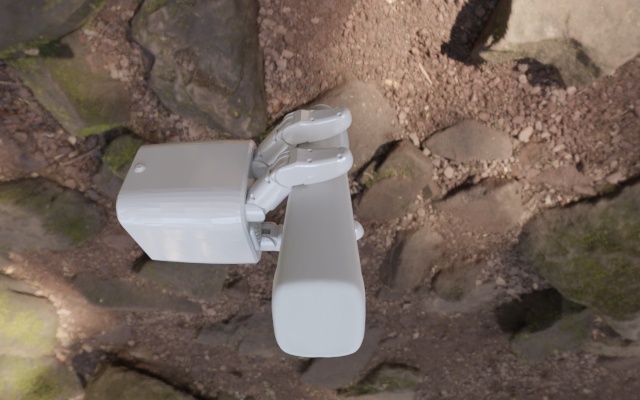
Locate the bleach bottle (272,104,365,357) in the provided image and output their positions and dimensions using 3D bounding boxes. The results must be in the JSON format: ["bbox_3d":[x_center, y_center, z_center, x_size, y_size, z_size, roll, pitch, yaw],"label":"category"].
[{"bbox_3d":[0.000,0.001,0.429,0.068,0.103,0.250,0,44,1],"label":"bleach bottle"}]
